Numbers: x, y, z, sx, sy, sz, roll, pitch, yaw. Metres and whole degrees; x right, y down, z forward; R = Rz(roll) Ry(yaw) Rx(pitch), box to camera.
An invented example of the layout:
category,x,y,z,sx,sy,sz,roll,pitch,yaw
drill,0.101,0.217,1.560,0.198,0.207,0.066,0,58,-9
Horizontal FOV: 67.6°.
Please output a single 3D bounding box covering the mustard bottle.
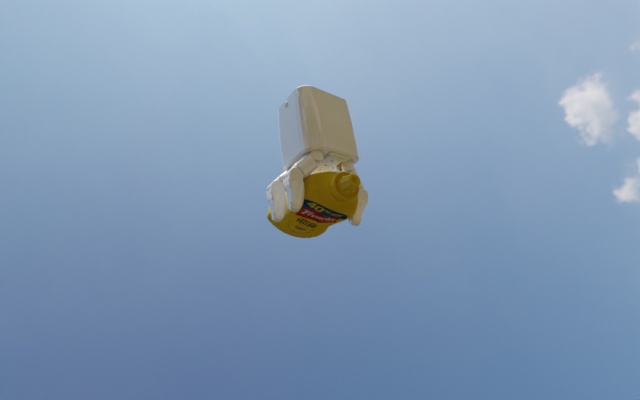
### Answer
category,x,y,z,sx,sy,sz,roll,pitch,yaw
mustard bottle,0.000,0.003,0.706,0.096,0.058,0.192,24,-29,-21
